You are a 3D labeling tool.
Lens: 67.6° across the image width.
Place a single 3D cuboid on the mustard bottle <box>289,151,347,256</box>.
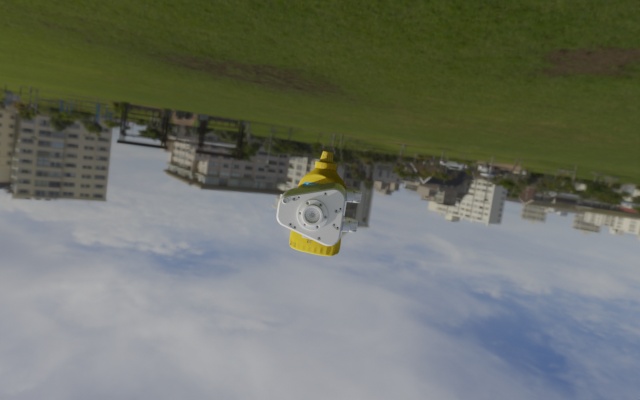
[{"bbox_3d":[0.000,0.003,0.900,0.096,0.191,0.058,10,6,24],"label":"mustard bottle"}]
